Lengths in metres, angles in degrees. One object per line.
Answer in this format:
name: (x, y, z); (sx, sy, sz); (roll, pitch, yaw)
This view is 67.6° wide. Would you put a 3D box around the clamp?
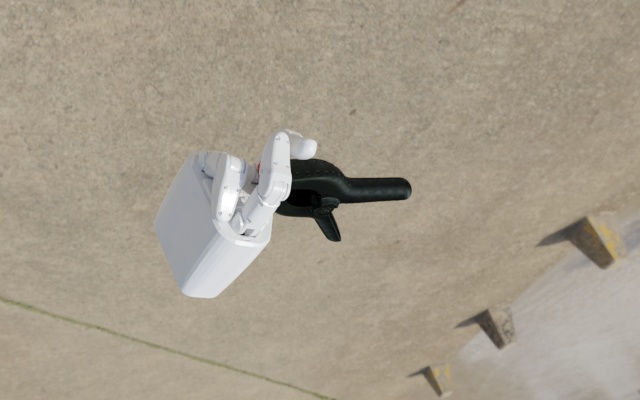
clamp: (0.000, 0.002, 0.496); (0.171, 0.039, 0.120); (14, -46, -35)
